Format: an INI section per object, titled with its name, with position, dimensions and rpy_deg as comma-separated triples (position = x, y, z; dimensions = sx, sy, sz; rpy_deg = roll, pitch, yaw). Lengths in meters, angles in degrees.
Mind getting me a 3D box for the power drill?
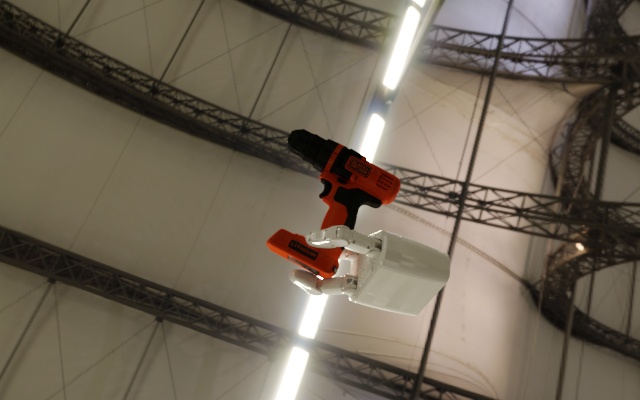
[power drill]
position = 0.000, 0.003, 0.690
dimensions = 0.184, 0.187, 0.057
rpy_deg = 28, -15, 7
